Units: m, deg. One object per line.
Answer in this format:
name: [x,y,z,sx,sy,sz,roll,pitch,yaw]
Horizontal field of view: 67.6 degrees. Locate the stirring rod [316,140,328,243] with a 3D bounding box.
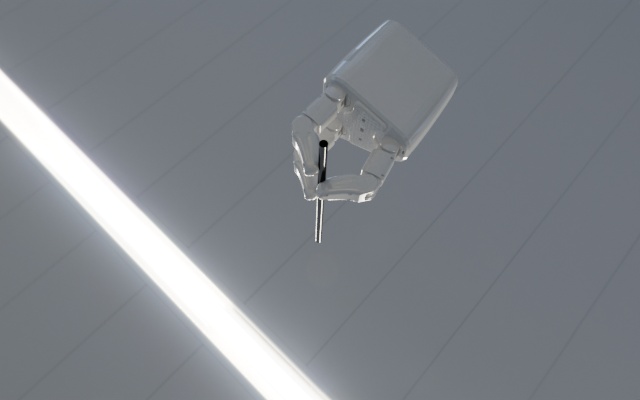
stirring rod: [0.000,0.002,0.516,0.011,0.011,0.240,0,-25,-1]
